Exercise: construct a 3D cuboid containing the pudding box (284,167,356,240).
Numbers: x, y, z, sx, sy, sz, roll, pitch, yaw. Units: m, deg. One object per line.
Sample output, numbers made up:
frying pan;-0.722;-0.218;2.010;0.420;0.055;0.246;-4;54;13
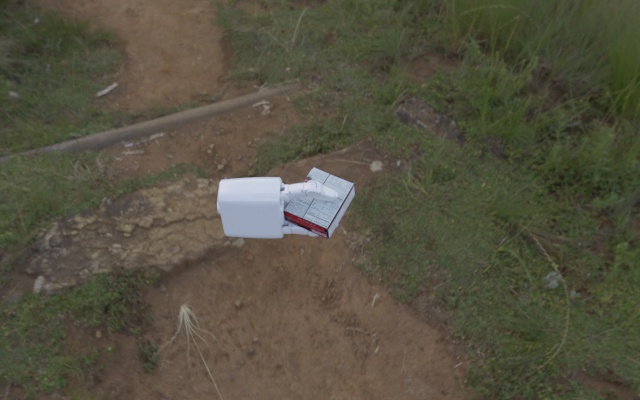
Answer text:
pudding box;0.000;0.003;0.852;0.090;0.113;0.039;23;-28;17
